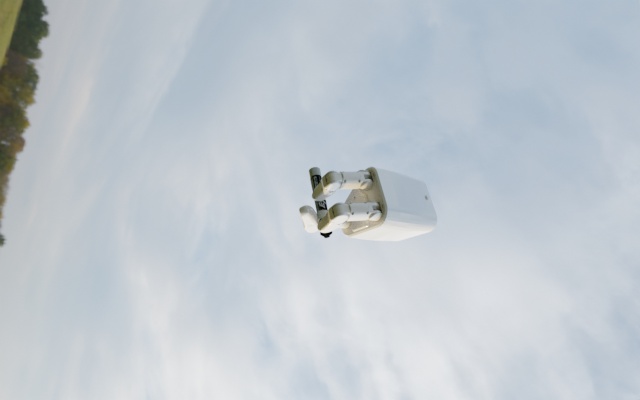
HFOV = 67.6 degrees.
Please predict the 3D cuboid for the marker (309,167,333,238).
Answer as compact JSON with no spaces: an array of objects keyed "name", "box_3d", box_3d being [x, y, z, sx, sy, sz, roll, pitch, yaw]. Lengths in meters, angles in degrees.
[{"name":"marker","box_3d":[0.000,0.002,0.732,0.020,0.121,0.020,-8,-31,-5]}]
